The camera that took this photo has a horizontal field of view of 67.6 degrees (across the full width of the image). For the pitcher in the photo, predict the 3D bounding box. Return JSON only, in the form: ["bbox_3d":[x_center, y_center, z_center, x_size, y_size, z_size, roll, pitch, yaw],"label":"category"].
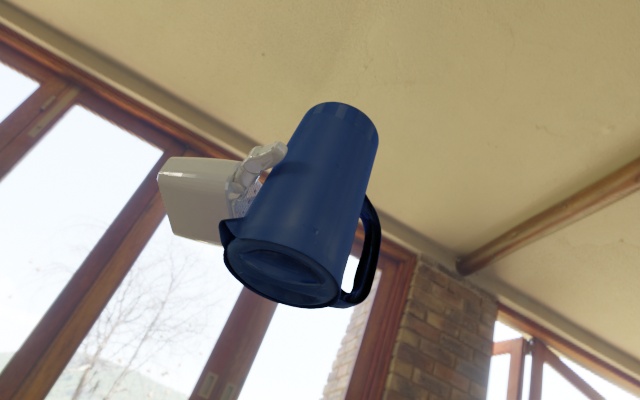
[{"bbox_3d":[0.000,0.002,0.574,0.145,0.242,0.149,6,-39,22],"label":"pitcher"}]
